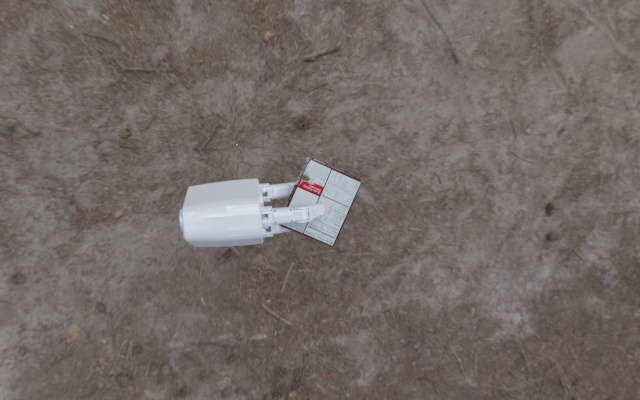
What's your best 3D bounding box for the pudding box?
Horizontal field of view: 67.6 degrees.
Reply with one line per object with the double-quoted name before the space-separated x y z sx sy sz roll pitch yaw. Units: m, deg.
"pudding box" 0.000 0.002 0.720 0.090 0.113 0.039 24 4 -8
